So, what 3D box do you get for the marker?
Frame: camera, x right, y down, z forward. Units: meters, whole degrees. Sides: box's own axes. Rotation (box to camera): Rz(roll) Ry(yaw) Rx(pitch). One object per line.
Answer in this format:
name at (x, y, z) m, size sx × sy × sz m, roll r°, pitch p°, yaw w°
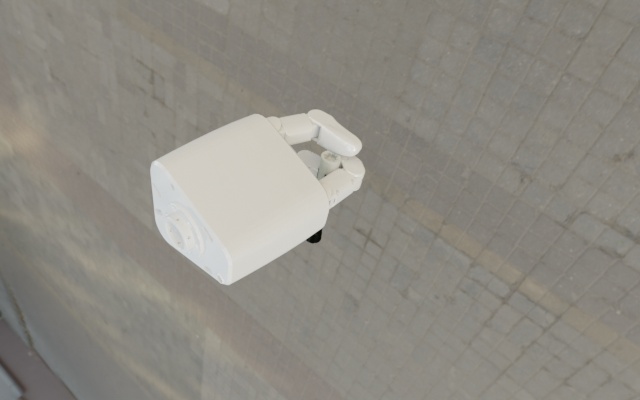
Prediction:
marker at (0.000, 0.002, 0.483) m, size 0.020 × 0.020 × 0.121 m, roll 0°, pitch -44°, yaw -13°
